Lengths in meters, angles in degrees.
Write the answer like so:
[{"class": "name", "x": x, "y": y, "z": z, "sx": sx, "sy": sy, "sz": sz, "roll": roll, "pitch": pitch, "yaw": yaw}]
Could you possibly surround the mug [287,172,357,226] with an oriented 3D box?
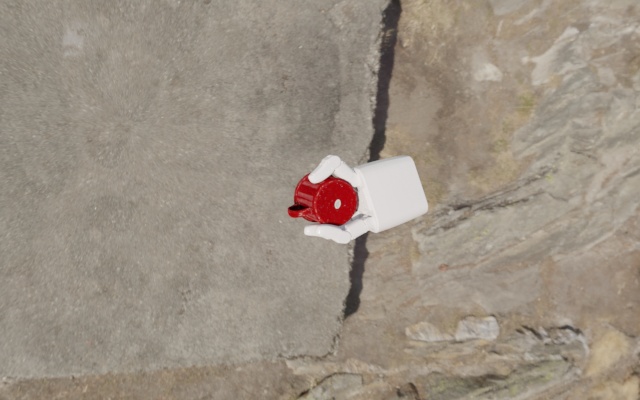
[{"class": "mug", "x": -0.001, "y": 0.003, "z": 0.812, "sx": 0.117, "sy": 0.093, "sz": 0.081, "roll": -18, "pitch": 15, "yaw": -19}]
